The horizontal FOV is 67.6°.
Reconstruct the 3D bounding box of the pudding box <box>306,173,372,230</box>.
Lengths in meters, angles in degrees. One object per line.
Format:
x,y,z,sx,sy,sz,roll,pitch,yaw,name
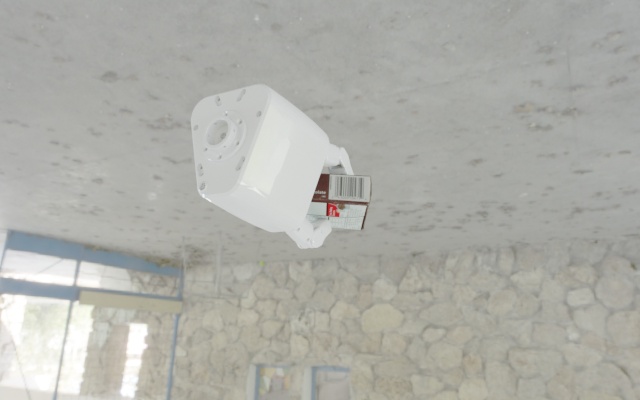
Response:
0.000,0.002,0.564,0.113,0.039,0.090,5,-21,2,pudding box
